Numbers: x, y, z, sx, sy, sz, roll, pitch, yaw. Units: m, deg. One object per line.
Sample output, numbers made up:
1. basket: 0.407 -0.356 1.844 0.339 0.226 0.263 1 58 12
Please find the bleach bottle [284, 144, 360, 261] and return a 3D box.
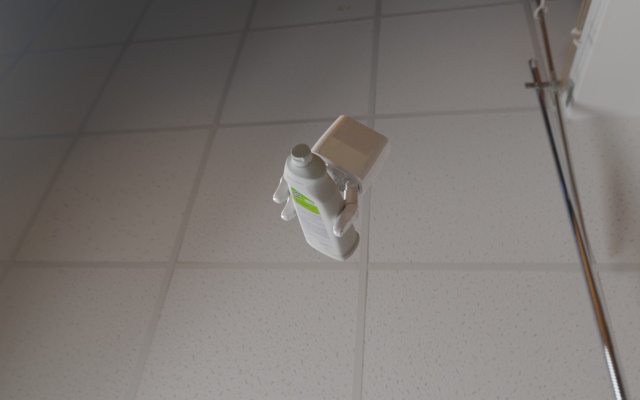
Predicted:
1. bleach bottle: 0.000 0.003 0.795 0.102 0.068 0.251 23 -27 26
